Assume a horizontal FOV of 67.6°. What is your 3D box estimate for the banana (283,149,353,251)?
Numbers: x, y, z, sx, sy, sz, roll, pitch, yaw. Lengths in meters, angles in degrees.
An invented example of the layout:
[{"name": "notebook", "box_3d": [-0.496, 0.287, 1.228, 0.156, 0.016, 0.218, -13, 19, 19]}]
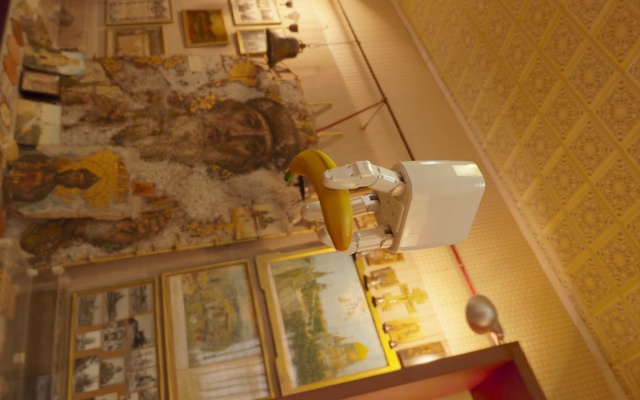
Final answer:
[{"name": "banana", "box_3d": [0.002, -0.016, 0.579, 0.037, 0.070, 0.197, 0, 26, -22]}]
